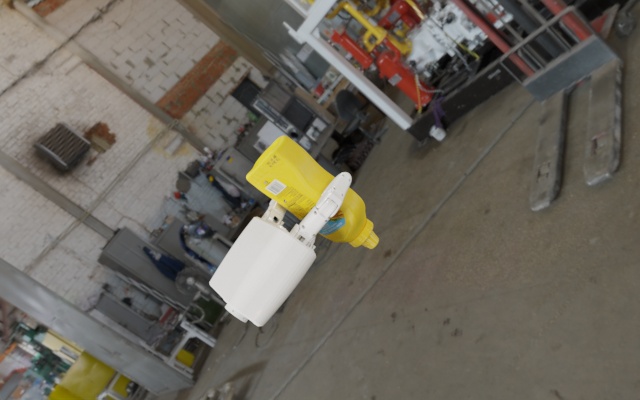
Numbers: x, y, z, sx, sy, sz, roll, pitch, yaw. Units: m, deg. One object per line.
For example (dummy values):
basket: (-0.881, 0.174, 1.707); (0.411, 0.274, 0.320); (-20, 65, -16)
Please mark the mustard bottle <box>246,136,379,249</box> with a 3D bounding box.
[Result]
mustard bottle: (0.000, 0.002, 0.625); (0.192, 0.058, 0.096); (38, -35, -13)
